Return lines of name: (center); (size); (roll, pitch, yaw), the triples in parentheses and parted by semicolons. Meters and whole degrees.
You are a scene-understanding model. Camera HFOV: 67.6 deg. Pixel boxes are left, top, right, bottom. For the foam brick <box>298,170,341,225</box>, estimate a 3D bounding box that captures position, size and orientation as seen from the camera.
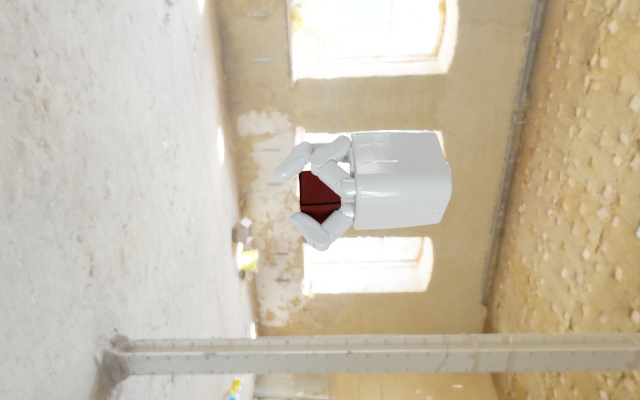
foam brick: (0.000, 0.002, 0.611); (0.051, 0.053, 0.078); (-3, -29, 0)
